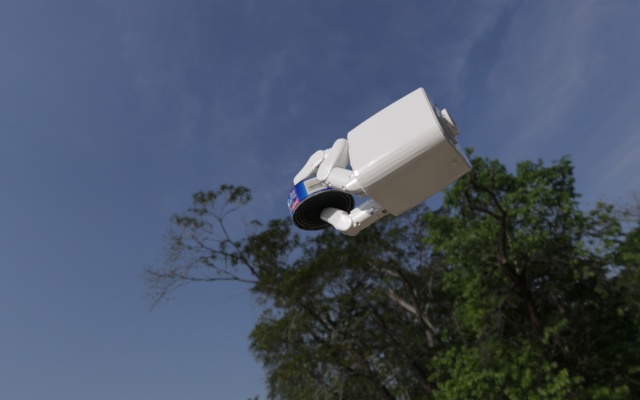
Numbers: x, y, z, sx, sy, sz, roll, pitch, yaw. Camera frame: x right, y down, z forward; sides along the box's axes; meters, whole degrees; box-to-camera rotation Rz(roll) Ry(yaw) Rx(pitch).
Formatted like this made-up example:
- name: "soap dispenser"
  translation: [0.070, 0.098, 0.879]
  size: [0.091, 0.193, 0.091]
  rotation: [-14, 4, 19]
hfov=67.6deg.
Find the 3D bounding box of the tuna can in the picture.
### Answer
- name: "tuna can"
  translation: [0.000, 0.002, 0.636]
  size: [0.086, 0.033, 0.086]
  rotation: [-14, -35, -10]
